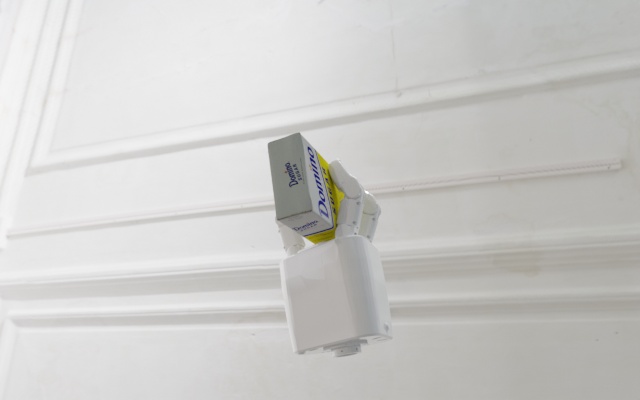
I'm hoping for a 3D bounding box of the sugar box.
[{"bbox_3d":[0.001,0.002,0.558,0.048,0.093,0.176,-16,-24,15],"label":"sugar box"}]
